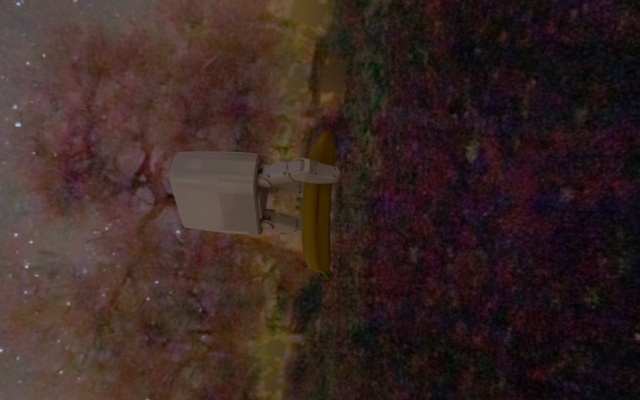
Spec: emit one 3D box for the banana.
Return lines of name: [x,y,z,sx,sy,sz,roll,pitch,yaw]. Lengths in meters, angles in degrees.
banana: [-0.002,0.005,0.607,0.037,0.198,0.069,2,-2,8]
